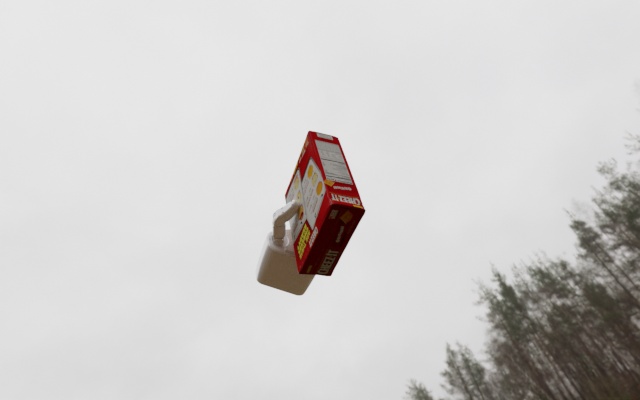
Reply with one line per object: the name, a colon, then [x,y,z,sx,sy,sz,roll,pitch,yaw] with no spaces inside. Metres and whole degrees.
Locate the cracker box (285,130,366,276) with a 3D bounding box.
cracker box: [0.000,0.003,0.861,0.072,0.164,0.213,8,38,-21]
